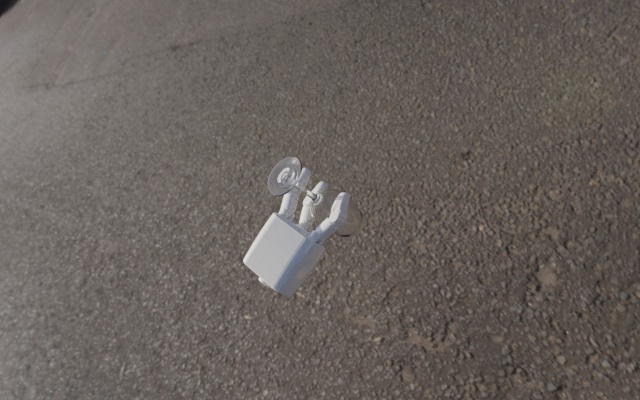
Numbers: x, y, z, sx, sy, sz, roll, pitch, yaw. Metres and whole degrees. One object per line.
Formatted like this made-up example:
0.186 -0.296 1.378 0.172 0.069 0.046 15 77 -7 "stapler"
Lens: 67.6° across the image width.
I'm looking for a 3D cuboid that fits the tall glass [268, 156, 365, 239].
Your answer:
0.000 0.002 0.852 0.079 0.079 0.201 0 -25 42 "tall glass"
